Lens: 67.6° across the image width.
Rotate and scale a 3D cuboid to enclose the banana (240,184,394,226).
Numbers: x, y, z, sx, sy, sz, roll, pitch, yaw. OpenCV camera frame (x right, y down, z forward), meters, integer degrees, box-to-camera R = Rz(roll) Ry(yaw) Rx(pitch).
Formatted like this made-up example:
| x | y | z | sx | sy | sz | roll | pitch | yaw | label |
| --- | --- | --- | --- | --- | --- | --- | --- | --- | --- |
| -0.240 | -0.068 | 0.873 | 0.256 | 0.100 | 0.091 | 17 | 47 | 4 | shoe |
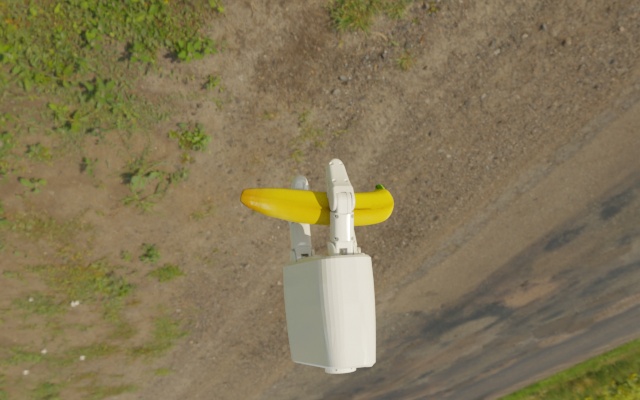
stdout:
| x | y | z | sx | sy | sz | roll | pitch | yaw | label |
| --- | --- | --- | --- | --- | --- | --- | --- | --- | --- |
| 0.014 | 0.006 | 0.517 | 0.198 | 0.037 | 0.069 | -1 | 13 | -36 | banana |
